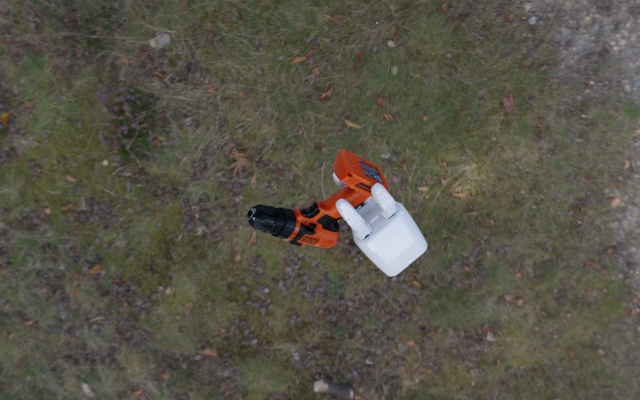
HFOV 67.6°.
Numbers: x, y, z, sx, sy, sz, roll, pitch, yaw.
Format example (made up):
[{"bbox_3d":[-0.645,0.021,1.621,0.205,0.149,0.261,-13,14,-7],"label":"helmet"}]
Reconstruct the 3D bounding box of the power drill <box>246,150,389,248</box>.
[{"bbox_3d":[0.001,0.002,0.760,0.184,0.057,0.188,17,-47,-43],"label":"power drill"}]
